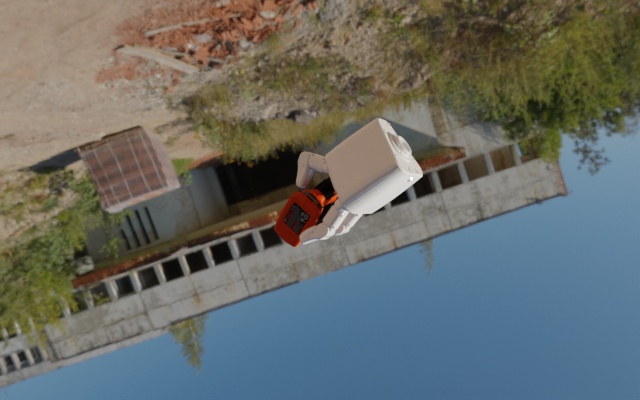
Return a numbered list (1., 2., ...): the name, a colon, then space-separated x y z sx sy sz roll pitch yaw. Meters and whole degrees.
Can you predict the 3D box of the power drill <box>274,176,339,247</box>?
1. power drill: 0.000 0.003 0.839 0.057 0.184 0.187 39 43 9
